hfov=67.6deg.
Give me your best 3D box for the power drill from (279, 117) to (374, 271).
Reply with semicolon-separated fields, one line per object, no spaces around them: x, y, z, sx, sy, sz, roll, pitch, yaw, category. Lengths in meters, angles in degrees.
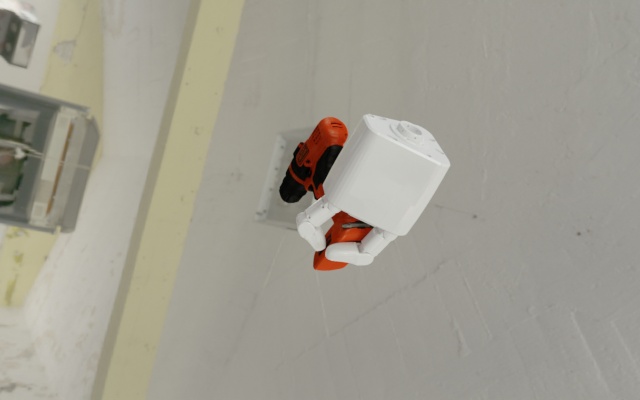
0.000;0.002;0.689;0.057;0.187;0.184;-1;-33;-29;power drill
